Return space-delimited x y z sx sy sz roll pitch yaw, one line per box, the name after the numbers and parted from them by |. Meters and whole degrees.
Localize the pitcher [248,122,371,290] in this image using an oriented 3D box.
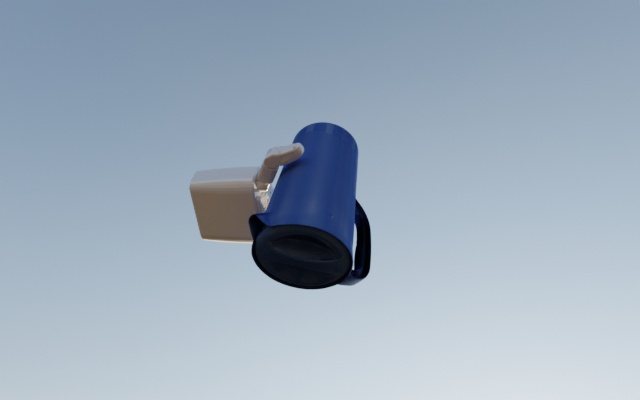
0.000 0.002 0.696 0.145 0.149 0.242 -1 44 13 | pitcher
